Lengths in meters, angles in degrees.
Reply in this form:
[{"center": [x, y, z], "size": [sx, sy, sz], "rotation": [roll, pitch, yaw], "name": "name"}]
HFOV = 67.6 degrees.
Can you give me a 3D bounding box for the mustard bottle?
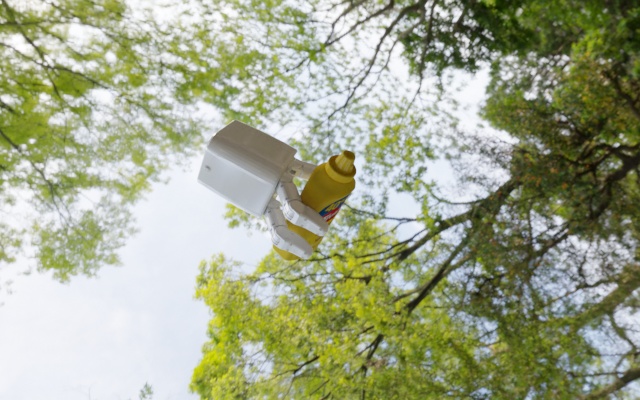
[{"center": [0.000, 0.003, 0.670], "size": [0.096, 0.058, 0.192], "rotation": [-30, -21, -44], "name": "mustard bottle"}]
